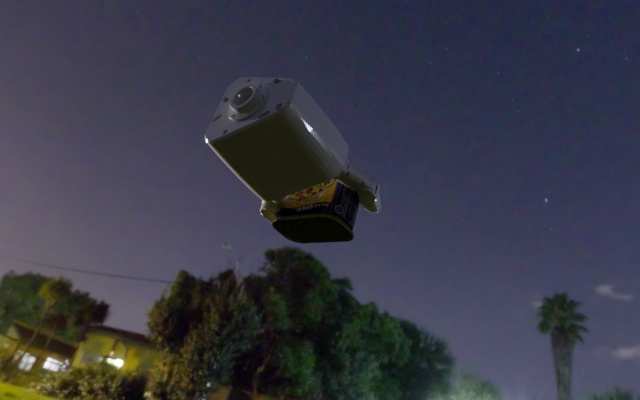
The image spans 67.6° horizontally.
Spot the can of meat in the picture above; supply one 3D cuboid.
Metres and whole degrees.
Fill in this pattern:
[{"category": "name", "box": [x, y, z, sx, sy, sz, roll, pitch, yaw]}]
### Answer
[{"category": "can of meat", "box": [0.000, 0.002, 0.587, 0.102, 0.084, 0.057, -6, -36, 37]}]
